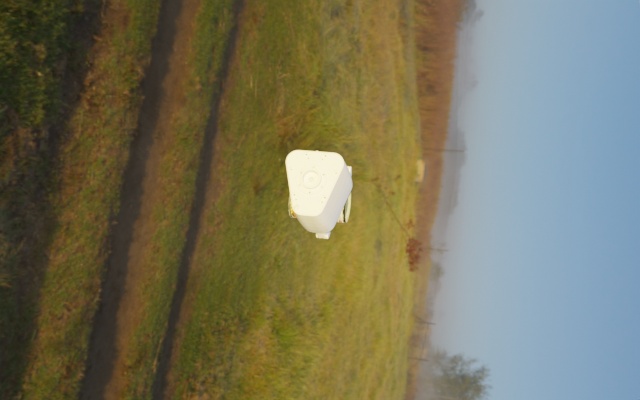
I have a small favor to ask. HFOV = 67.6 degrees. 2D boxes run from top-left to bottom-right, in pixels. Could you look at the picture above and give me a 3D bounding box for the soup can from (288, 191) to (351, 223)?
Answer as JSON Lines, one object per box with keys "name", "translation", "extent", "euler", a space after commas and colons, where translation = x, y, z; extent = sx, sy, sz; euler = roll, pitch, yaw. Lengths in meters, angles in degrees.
{"name": "soup can", "translation": [0.000, 0.003, 0.864], "extent": [0.102, 0.068, 0.068], "euler": [5, 1, 11]}
